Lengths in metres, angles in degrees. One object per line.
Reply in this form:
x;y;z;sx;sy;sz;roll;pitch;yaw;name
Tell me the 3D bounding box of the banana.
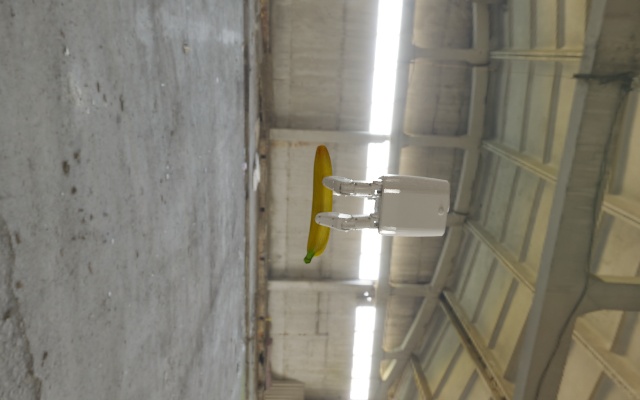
0.001;0.009;0.807;0.037;0.197;0.069;4;-8;5;banana
